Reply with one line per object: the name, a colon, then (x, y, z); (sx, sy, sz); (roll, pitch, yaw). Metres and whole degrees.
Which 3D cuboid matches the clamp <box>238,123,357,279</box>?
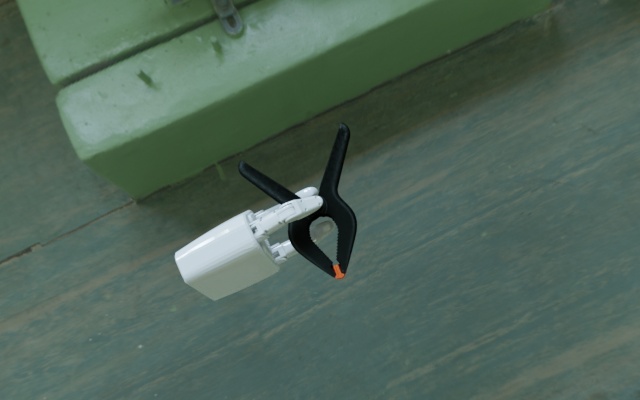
clamp: (0.000, 0.003, 0.651); (0.164, 0.210, 0.036); (-27, -12, 1)
